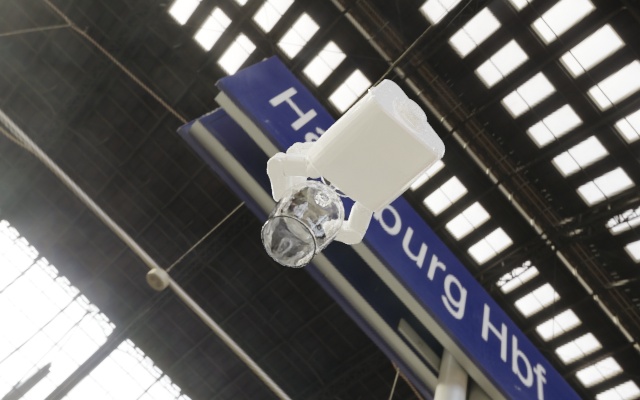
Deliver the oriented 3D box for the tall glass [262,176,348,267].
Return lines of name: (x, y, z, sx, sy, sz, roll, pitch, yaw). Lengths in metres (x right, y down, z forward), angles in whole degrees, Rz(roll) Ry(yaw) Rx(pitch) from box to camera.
tall glass: (0.000, 0.002, 0.578, 0.079, 0.079, 0.201, 0, 25, 22)
